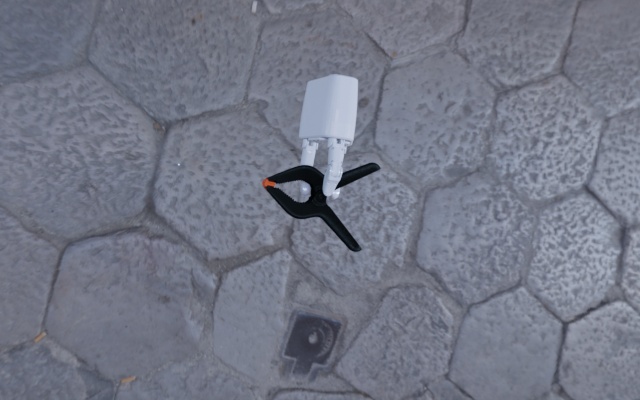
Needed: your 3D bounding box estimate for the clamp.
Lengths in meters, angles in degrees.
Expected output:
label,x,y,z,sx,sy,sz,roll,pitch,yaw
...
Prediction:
label,x,y,z,sx,sy,sz,roll,pitch,yaw
clamp,0.000,0.002,0.840,0.210,0.164,0.036,7,-1,-17
